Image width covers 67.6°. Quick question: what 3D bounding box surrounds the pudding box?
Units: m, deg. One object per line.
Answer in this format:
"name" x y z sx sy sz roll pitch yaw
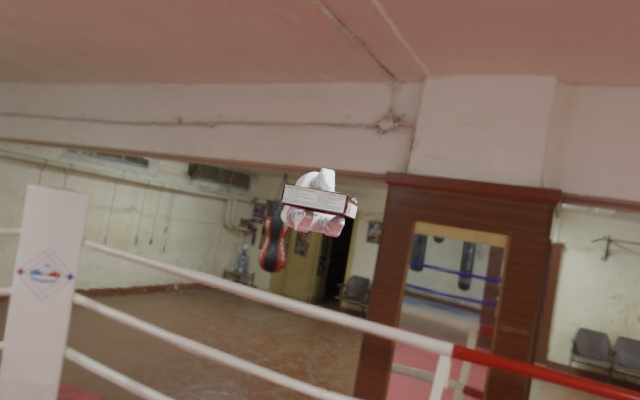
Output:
"pudding box" 0.000 0.002 0.810 0.113 0.039 0.090 8 -3 16
